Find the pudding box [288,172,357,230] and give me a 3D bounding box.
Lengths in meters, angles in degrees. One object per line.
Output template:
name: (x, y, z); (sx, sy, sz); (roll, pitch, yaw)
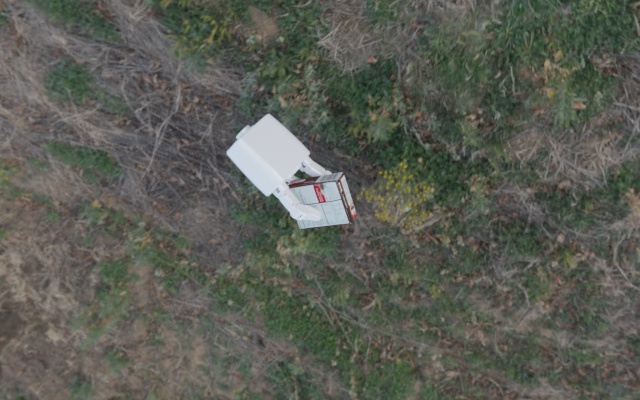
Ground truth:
pudding box: (0.000, 0.003, 0.875); (0.113, 0.090, 0.039); (-7, 24, 29)
